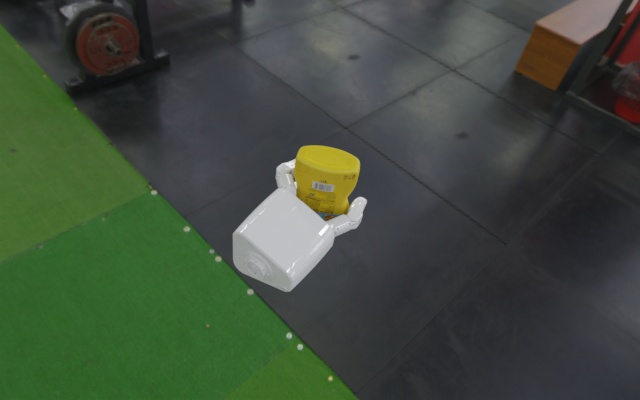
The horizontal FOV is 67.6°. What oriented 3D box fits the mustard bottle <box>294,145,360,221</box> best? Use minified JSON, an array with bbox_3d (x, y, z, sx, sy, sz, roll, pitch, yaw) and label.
[{"bbox_3d":[0.000,0.002,0.768,0.096,0.058,0.192,11,-44,0],"label":"mustard bottle"}]
